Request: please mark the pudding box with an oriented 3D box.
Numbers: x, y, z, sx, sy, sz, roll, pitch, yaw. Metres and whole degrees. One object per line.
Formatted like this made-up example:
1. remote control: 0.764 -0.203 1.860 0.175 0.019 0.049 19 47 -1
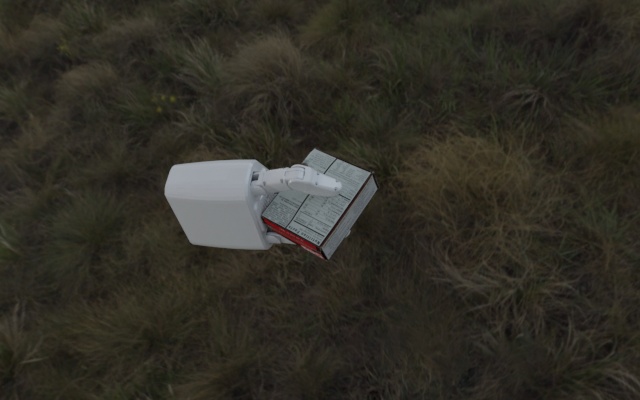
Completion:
1. pudding box: 0.000 0.002 0.552 0.090 0.113 0.039 27 -19 29
